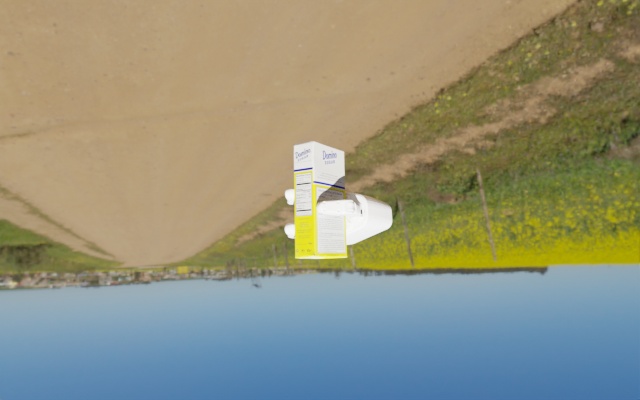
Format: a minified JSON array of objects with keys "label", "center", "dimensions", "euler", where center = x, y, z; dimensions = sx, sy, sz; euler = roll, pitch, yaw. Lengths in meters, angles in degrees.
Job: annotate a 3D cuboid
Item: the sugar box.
[{"label":"sugar box","center":[0.000,0.003,0.754],"dimensions":[0.048,0.176,0.093],"euler":[-9,-11,33]}]
